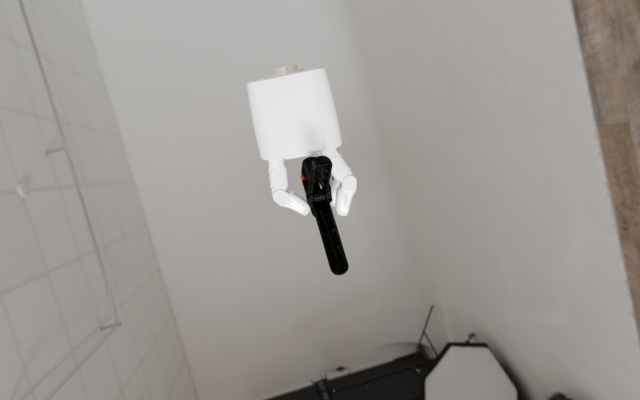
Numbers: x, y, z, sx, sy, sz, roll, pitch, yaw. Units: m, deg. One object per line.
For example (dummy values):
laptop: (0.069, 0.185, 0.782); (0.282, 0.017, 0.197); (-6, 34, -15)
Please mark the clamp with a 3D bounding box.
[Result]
clamp: (-0.001, 0.002, 0.687); (0.036, 0.164, 0.210); (-11, 16, -6)
